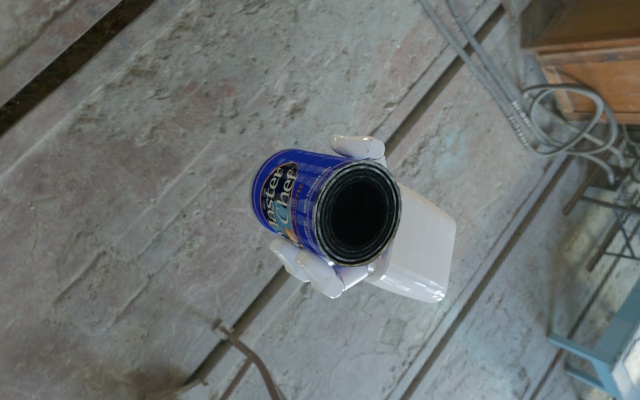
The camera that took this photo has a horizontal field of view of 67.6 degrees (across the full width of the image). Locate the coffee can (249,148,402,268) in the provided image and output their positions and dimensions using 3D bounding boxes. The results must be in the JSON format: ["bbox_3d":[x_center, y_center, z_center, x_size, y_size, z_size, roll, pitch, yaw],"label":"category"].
[{"bbox_3d":[0.000,0.001,0.499,0.103,0.103,0.140,0,10,-32],"label":"coffee can"}]
